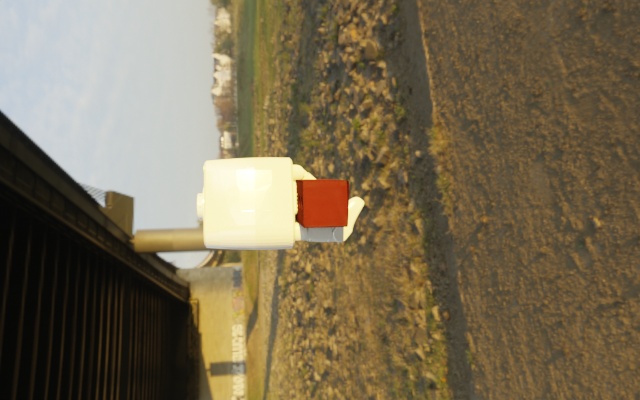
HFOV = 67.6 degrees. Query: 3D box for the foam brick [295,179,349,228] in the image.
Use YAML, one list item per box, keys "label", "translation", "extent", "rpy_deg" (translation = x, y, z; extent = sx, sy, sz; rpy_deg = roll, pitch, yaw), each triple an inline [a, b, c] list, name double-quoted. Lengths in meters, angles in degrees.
- label: "foam brick"
  translation: [0.000, 0.002, 0.553]
  extent: [0.051, 0.053, 0.078]
  rpy_deg: [0, 3, -9]
